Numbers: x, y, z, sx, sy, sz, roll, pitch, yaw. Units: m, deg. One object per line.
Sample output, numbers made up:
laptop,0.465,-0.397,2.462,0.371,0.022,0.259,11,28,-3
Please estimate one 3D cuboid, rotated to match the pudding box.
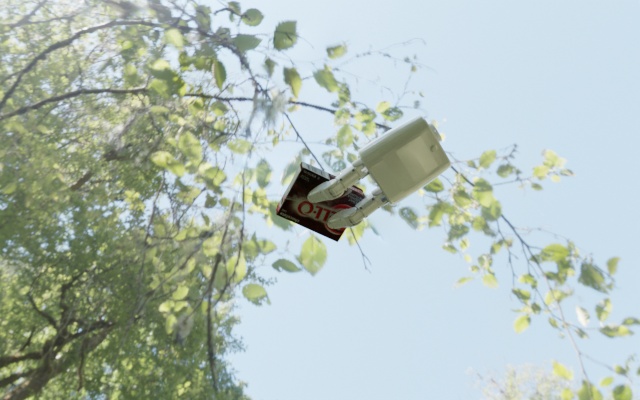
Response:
pudding box,0.000,0.002,0.747,0.113,0.090,0.039,25,20,-13
